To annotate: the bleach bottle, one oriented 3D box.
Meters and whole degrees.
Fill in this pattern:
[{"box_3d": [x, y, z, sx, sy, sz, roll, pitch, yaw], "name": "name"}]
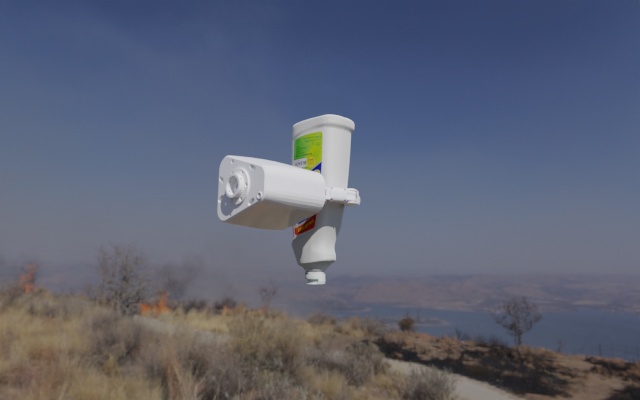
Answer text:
[{"box_3d": [0.000, 0.002, 0.737, 0.068, 0.251, 0.102, 8, -10, -44], "name": "bleach bottle"}]
